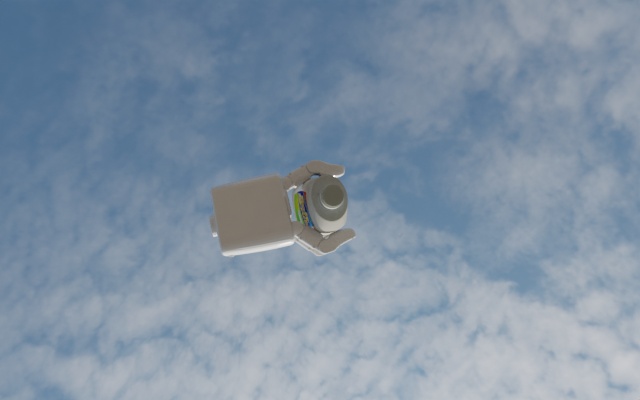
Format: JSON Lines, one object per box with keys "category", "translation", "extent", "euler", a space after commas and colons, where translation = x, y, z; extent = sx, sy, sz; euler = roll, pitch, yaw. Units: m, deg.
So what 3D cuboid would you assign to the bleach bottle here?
{"category": "bleach bottle", "translation": [0.000, 0.003, 0.735], "extent": [0.068, 0.102, 0.251], "euler": [-10, -7, -8]}
